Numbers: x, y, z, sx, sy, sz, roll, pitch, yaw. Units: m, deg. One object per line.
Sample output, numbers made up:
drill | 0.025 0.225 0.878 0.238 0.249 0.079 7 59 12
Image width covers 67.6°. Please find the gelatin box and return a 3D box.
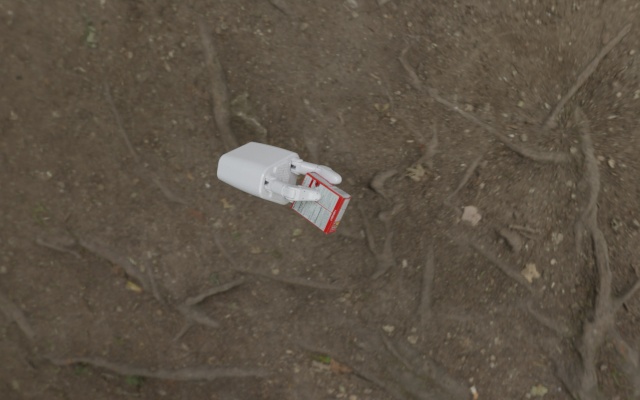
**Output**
gelatin box | 0.000 0.003 0.822 0.089 0.073 0.030 35 23 27
